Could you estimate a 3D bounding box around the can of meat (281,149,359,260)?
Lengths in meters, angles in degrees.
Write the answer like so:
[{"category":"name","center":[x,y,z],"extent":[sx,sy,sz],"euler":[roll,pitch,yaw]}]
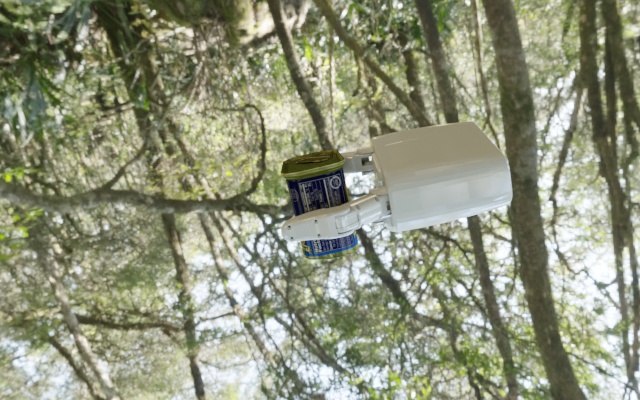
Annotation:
[{"category":"can of meat","center":[0.000,0.002,0.457],"extent":[0.057,0.084,0.102],"euler":[-13,13,0]}]
